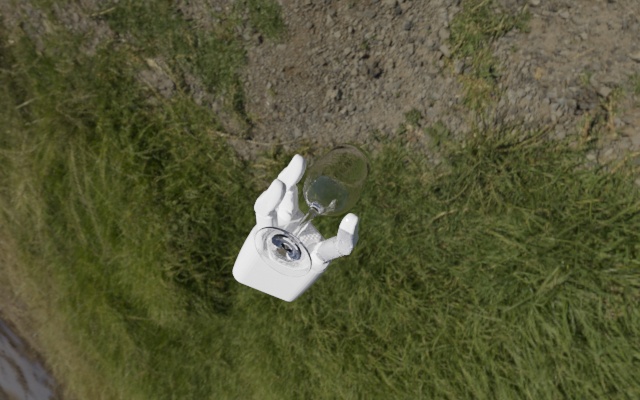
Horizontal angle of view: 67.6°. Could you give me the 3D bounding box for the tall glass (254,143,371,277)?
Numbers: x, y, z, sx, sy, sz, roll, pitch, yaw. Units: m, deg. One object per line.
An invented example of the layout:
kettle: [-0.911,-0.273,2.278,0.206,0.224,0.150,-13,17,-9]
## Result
tall glass: [0.000,0.002,0.607,0.079,0.079,0.201,0,35,33]
